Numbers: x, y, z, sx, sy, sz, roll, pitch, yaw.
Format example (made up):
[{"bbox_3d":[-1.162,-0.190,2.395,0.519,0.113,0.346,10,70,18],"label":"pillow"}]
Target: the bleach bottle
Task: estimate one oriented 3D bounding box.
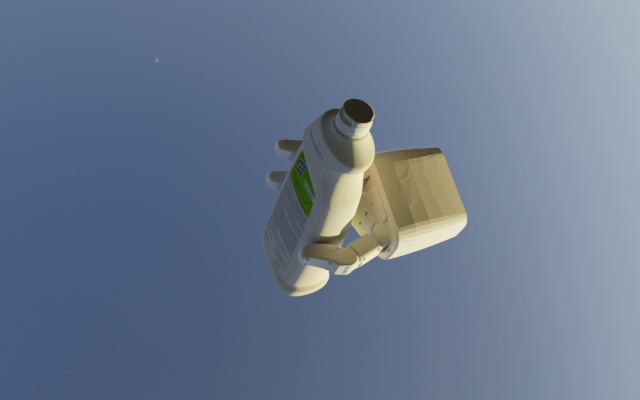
[{"bbox_3d":[0.000,0.002,0.496,0.068,0.102,0.251,-13,-29,-27],"label":"bleach bottle"}]
